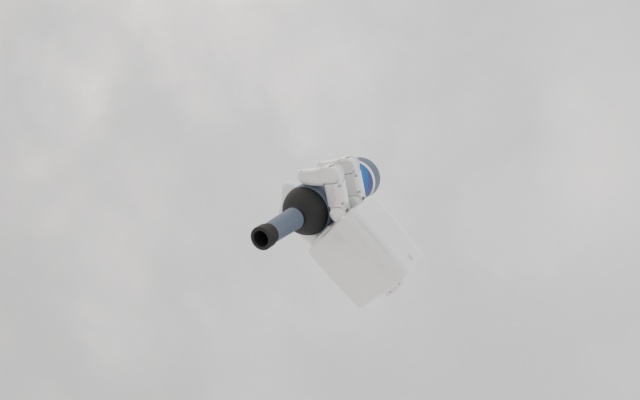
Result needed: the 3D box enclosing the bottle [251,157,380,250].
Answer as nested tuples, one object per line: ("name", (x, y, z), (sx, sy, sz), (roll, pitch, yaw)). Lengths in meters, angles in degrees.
("bottle", (0.000, 0.002, 0.645), (0.069, 0.069, 0.295), (0, 16, 27))
